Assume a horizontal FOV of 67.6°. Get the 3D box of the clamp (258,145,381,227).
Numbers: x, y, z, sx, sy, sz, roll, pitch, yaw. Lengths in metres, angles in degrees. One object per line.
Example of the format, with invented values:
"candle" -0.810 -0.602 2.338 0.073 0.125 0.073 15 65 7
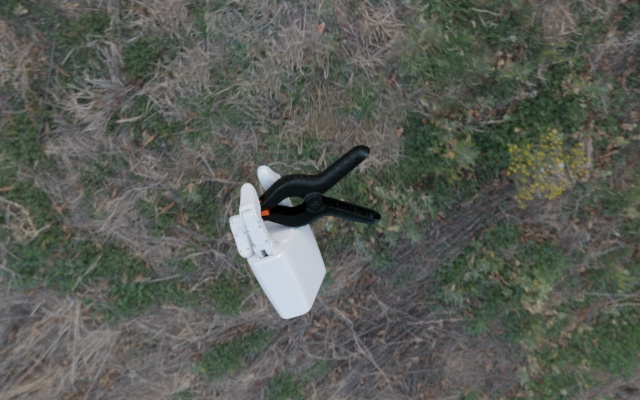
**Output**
"clamp" 0.000 0.002 0.643 0.171 0.120 0.039 -18 27 10
